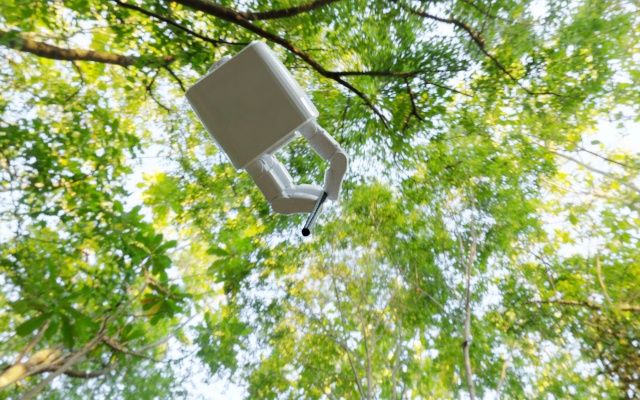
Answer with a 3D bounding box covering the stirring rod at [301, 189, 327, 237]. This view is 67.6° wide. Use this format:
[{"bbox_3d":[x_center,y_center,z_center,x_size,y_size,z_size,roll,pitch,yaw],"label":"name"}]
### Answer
[{"bbox_3d":[0.000,0.002,0.520,0.011,0.011,0.239,0,12,6],"label":"stirring rod"}]
